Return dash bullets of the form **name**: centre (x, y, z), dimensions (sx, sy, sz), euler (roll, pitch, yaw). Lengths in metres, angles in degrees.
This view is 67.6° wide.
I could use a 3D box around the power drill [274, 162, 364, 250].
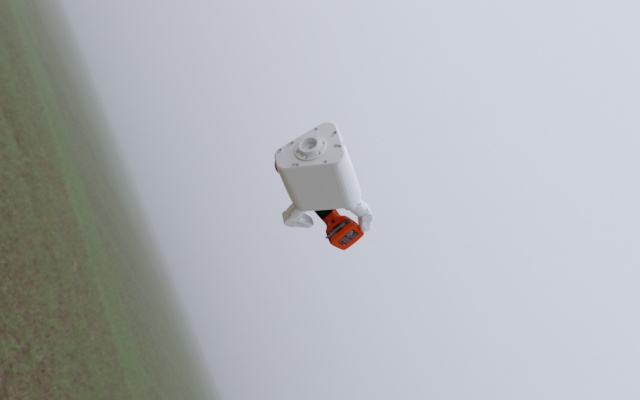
- **power drill**: centre (0.000, 0.003, 0.881), dimensions (0.057, 0.187, 0.184), euler (-41, -20, 5)
